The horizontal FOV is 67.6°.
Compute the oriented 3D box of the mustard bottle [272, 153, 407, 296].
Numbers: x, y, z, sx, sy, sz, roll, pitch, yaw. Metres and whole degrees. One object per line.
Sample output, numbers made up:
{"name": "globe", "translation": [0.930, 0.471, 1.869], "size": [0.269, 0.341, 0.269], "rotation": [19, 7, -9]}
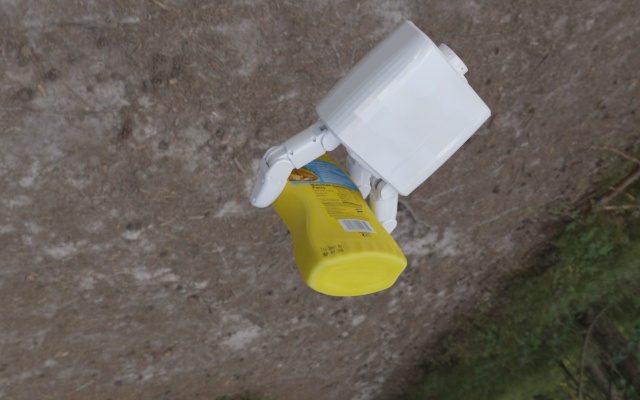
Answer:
{"name": "mustard bottle", "translation": [0.000, 0.002, 0.462], "size": [0.096, 0.058, 0.191], "rotation": [5, 39, -32]}
